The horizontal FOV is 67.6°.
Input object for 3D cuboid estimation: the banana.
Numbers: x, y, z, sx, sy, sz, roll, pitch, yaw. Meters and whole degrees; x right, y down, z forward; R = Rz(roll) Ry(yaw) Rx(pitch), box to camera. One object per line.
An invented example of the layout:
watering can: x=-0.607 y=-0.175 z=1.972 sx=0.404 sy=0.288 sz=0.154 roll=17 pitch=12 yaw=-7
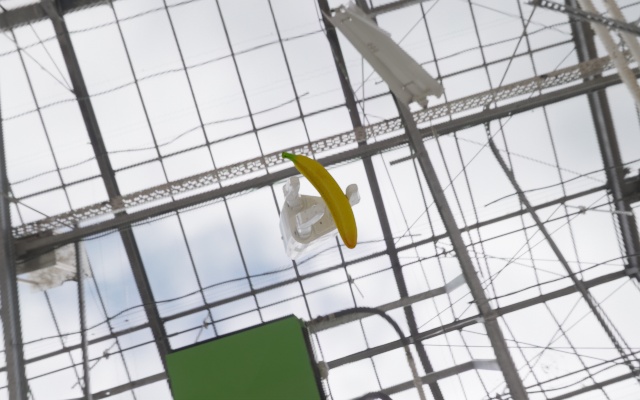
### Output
banana: x=0.010 y=-0.007 z=0.806 sx=0.069 sy=0.198 sz=0.037 roll=-29 pitch=-13 yaw=-41
